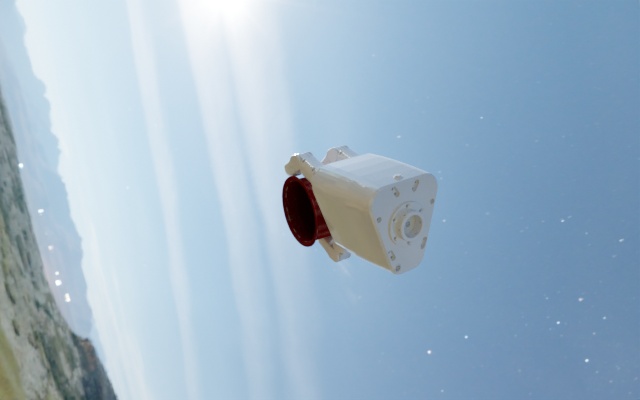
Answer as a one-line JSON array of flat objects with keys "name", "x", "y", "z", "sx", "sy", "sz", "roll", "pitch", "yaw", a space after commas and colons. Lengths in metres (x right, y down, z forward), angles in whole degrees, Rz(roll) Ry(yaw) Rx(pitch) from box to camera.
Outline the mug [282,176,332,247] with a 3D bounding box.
[{"name": "mug", "x": 0.000, "y": 0.002, "z": 0.636, "sx": 0.081, "sy": 0.093, "sz": 0.117, "roll": -15, "pitch": 24, "yaw": -28}]
